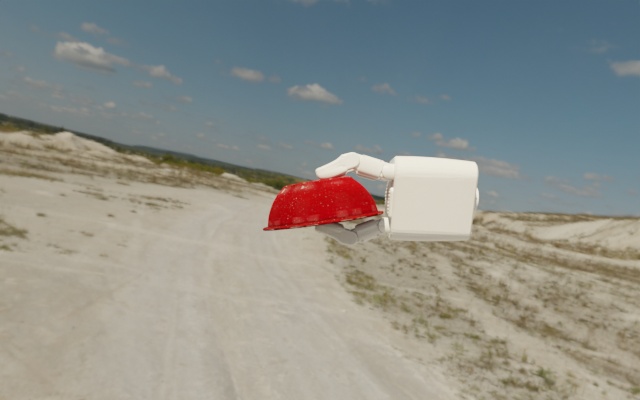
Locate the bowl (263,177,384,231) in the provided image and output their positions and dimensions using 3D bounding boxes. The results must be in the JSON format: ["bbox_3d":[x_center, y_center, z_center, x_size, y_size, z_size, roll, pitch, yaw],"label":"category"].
[{"bbox_3d":[-0.001,0.002,0.633,0.162,0.055,0.162,-9,0,0],"label":"bowl"}]
